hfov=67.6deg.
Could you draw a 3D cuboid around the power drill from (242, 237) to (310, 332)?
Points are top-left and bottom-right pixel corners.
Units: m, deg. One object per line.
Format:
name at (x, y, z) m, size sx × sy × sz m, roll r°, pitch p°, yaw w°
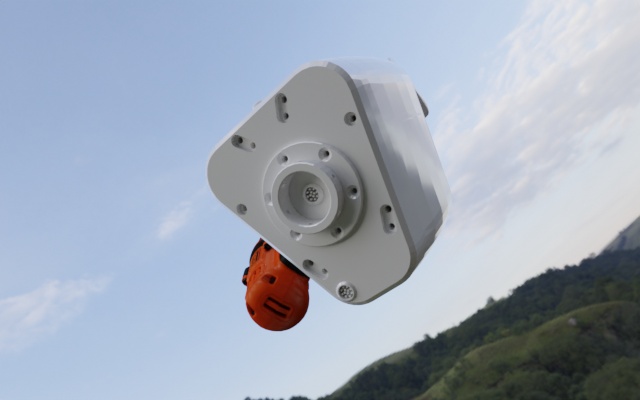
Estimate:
power drill at (0.000, 0.001, 0.407) m, size 0.057 × 0.187 × 0.184 m, roll 29°, pitch 7°, yaw -10°
